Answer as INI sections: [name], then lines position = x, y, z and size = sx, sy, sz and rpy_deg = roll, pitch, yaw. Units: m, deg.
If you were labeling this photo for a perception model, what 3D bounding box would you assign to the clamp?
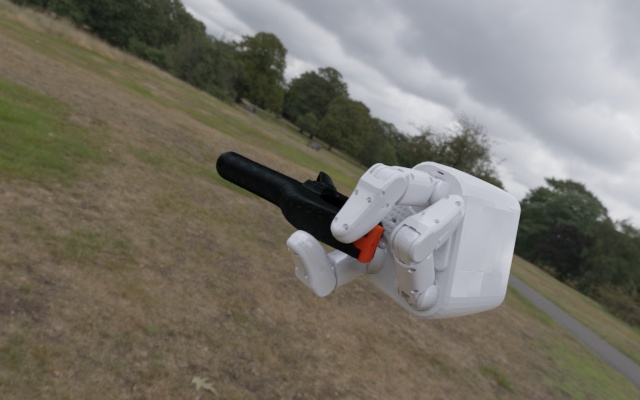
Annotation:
[clamp]
position = 0.000, 0.001, 0.401
size = 0.120, 0.039, 0.171
rpy_deg = -1, 25, -42
